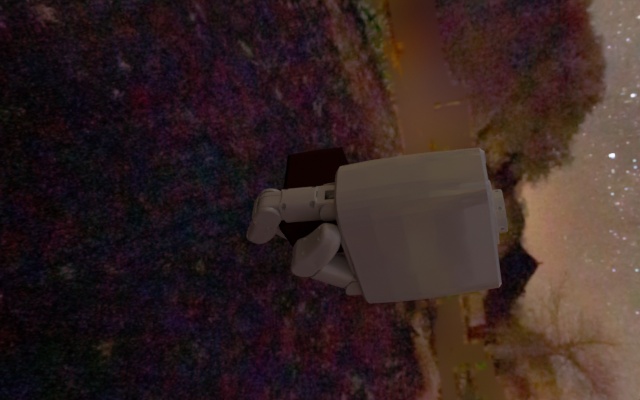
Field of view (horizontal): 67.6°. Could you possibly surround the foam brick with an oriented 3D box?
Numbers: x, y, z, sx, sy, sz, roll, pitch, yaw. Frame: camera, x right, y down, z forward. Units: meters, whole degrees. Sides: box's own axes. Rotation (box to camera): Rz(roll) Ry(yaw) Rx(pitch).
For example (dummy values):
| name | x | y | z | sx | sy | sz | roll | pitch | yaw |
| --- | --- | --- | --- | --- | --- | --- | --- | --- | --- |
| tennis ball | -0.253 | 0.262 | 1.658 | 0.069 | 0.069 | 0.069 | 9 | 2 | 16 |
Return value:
| name | x | y | z | sx | sy | sz | roll | pitch | yaw |
| --- | --- | --- | --- | --- | --- | --- | --- | --- | --- |
| foam brick | 0.000 | 0.001 | 0.411 | 0.051 | 0.078 | 0.053 | -9 | -39 | 17 |
